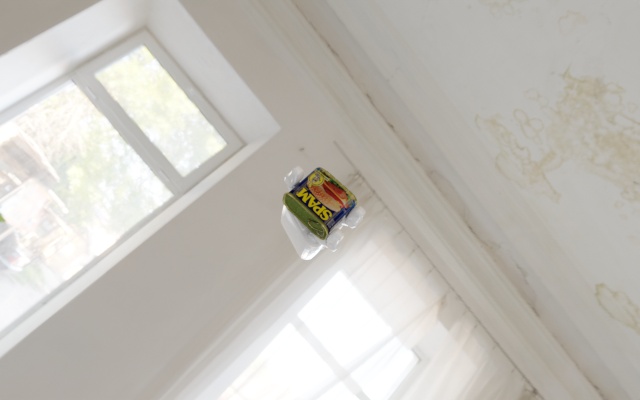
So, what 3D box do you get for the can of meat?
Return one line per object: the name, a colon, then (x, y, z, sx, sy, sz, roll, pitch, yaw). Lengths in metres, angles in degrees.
can of meat: (0.000, 0.002, 0.826, 0.084, 0.102, 0.057, -43, -12, -23)
